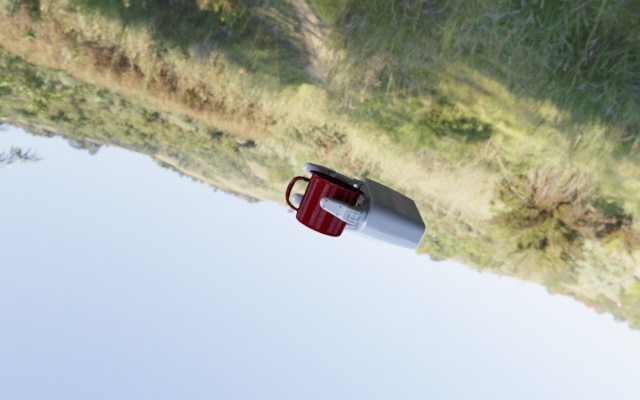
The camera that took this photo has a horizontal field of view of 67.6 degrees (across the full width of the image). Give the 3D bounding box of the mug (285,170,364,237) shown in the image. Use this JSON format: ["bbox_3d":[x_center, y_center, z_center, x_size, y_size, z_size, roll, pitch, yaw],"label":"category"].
[{"bbox_3d":[-0.001,0.002,0.757,0.117,0.081,0.093,21,9,-16],"label":"mug"}]
